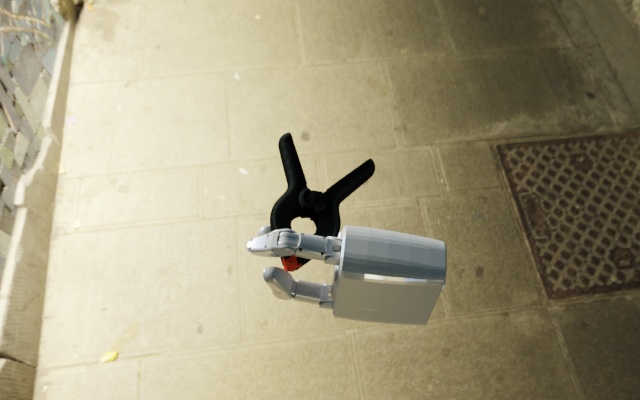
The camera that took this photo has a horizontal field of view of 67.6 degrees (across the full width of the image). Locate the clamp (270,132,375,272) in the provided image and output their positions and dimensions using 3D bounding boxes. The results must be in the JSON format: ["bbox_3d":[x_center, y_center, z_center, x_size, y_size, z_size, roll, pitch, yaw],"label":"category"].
[{"bbox_3d":[0.000,0.002,0.545,0.120,0.171,0.039,7,-27,1],"label":"clamp"}]
